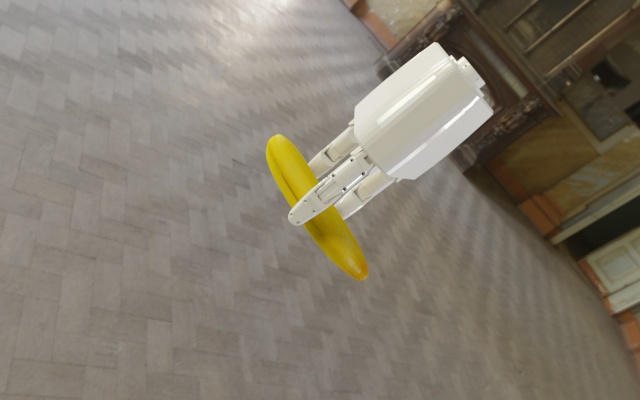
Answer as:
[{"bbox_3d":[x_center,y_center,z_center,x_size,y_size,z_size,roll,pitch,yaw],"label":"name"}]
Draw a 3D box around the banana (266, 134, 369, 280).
[{"bbox_3d":[-0.010,-0.004,0.503,0.037,0.197,0.069,-38,-23,16],"label":"banana"}]
